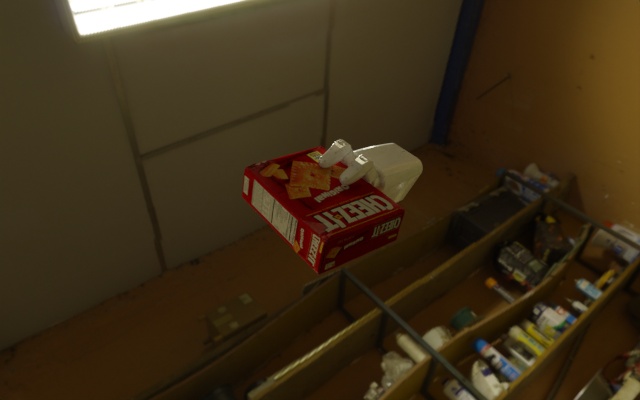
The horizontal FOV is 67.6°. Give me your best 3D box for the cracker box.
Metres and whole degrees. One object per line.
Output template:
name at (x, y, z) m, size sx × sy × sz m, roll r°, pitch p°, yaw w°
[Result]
cracker box at (0.000, 0.003, 0.763) m, size 0.164 × 0.072 × 0.213 m, roll -19°, pitch 44°, yaw -35°
